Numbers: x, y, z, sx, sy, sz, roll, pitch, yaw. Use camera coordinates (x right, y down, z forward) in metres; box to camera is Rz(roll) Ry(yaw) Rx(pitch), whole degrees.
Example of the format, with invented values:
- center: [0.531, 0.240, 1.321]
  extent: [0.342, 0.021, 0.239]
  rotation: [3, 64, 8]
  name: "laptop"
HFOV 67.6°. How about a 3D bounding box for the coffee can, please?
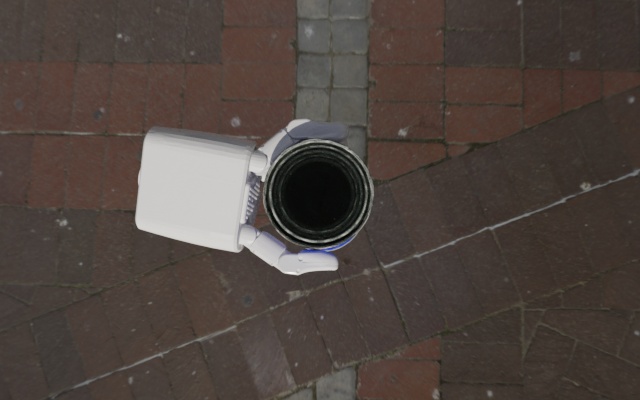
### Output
- center: [0.000, 0.002, 0.505]
  extent: [0.103, 0.103, 0.140]
  rotation: [0, -7, 2]
  name: "coffee can"
